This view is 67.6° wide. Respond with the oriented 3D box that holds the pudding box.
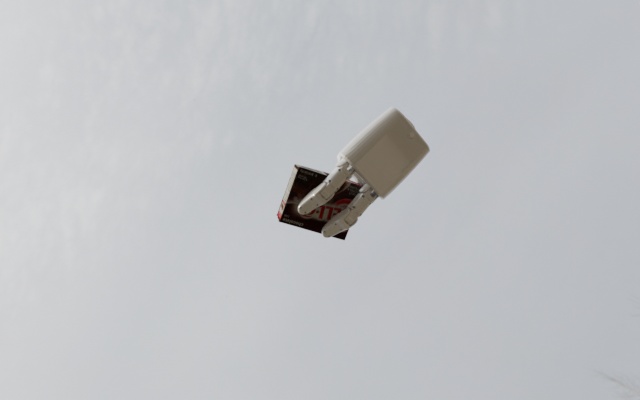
[{"bbox_3d":[0.000,0.002,0.732,0.113,0.090,0.039,17,11,-15],"label":"pudding box"}]
